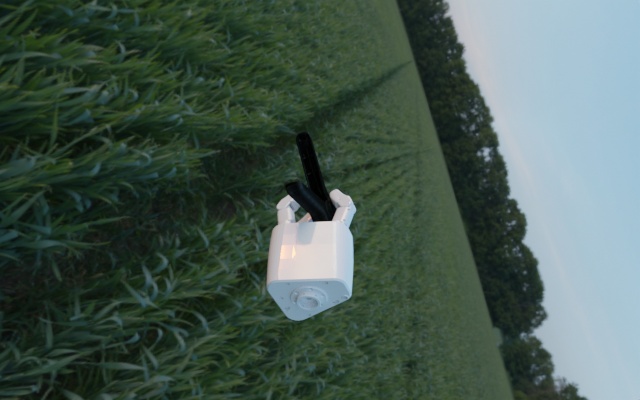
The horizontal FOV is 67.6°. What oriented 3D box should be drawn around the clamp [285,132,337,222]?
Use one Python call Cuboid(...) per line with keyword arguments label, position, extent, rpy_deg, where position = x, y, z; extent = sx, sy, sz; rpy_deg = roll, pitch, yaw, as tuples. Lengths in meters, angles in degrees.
Cuboid(label="clamp", position=(0.001, 0.003, 0.761), extent=(0.036, 0.210, 0.164), rpy_deg=(-16, 38, 15))
